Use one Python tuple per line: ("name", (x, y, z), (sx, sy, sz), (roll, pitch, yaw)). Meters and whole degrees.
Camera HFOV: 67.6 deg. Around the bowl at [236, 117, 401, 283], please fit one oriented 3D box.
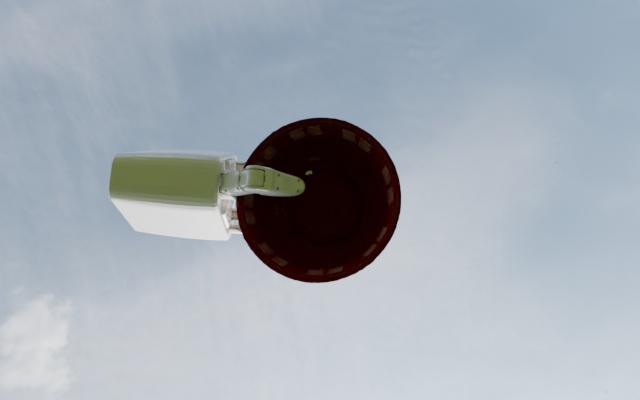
("bowl", (0.001, 0.002, 0.482), (0.162, 0.162, 0.055), (0, -9, 9))
